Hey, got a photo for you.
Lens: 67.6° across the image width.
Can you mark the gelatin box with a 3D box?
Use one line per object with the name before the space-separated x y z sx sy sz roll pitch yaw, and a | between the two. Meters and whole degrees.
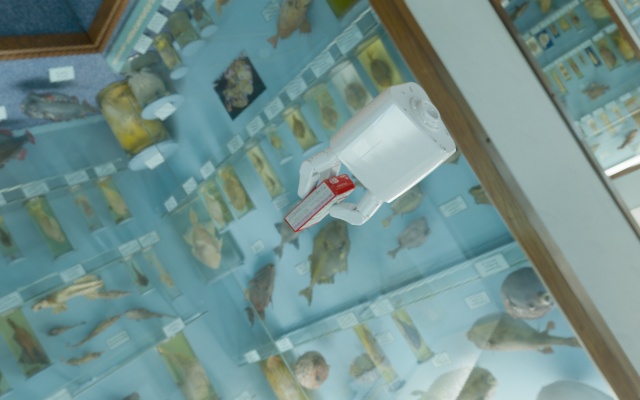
gelatin box | 0.000 0.003 0.674 0.089 0.030 0.073 -43 -10 25
